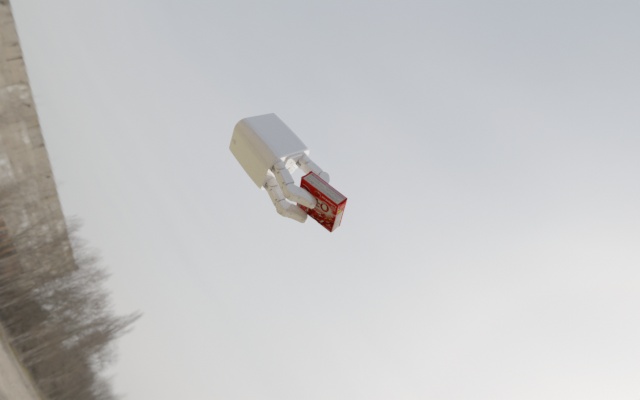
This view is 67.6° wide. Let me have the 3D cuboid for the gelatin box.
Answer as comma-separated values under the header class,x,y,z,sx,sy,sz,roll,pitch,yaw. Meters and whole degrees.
class,x,y,z,sx,sy,sz,roll,pitch,yaw
gelatin box,0.001,0.003,0.839,0.089,0.073,0.030,37,50,22
